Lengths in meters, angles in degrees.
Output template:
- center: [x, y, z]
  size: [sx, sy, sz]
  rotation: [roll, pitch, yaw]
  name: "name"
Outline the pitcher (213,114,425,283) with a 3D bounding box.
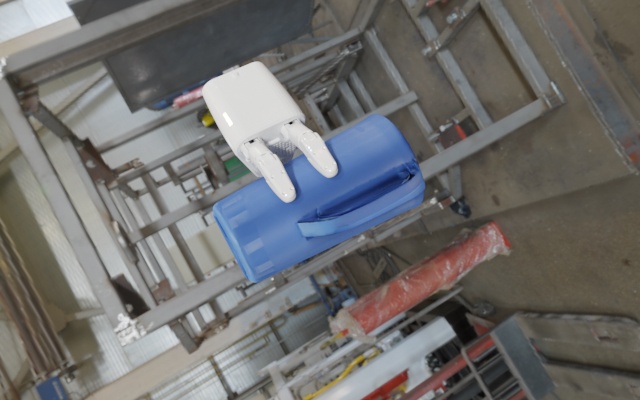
- center: [0.000, 0.002, 0.586]
  size: [0.243, 0.145, 0.149]
  rotation: [-28, -23, -13]
  name: "pitcher"
